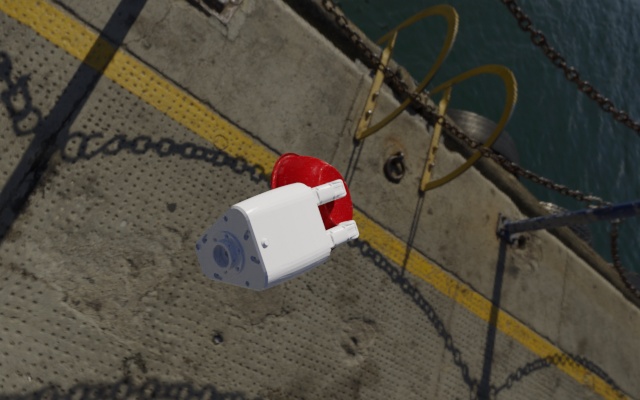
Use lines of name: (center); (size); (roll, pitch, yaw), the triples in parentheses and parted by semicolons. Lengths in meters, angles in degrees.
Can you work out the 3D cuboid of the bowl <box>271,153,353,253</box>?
bowl: (0.001, 0.002, 0.668); (0.055, 0.162, 0.162); (-18, -9, 27)
